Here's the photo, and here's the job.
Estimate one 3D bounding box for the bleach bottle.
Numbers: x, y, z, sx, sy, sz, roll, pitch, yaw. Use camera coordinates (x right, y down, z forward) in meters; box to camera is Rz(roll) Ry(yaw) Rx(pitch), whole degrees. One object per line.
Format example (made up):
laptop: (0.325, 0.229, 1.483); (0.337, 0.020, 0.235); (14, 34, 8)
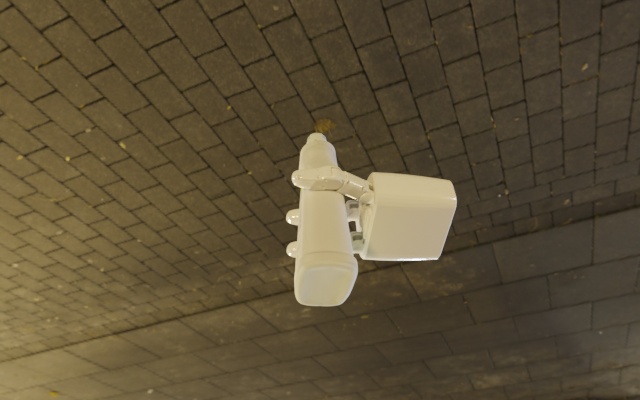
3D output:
bleach bottle: (0.000, 0.002, 0.614); (0.068, 0.250, 0.103); (3, -40, -7)
